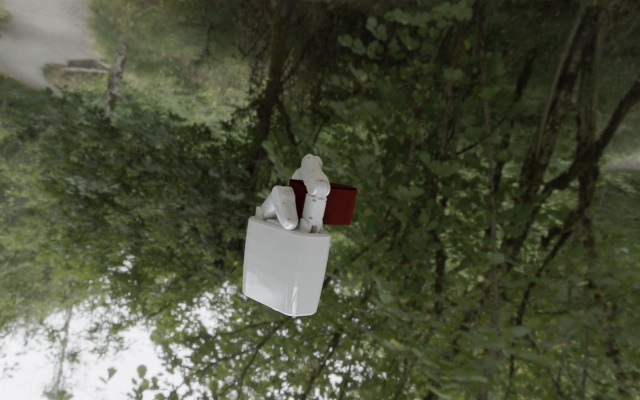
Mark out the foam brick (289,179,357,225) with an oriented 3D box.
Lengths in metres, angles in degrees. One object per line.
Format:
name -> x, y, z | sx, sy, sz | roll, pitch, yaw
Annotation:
foam brick -> 0.000, 0.002, 0.635 | 0.078, 0.051, 0.053 | 4, 8, -33
